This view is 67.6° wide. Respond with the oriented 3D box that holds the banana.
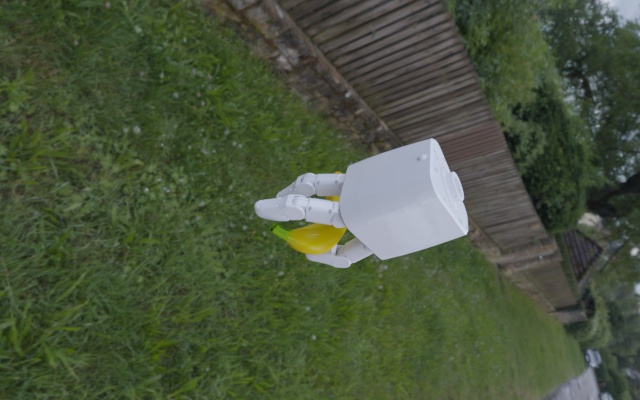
[{"bbox_3d":[0.007,0.020,0.609,0.037,0.069,0.197,-23,10,29],"label":"banana"}]
